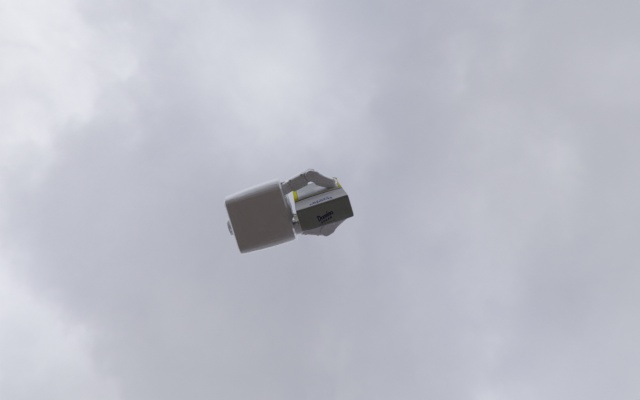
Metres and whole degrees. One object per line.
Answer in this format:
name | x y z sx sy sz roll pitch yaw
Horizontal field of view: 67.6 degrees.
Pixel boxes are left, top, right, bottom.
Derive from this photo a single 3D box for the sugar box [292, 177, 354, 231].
sugar box | 0.000 0.003 0.869 0.093 0.048 0.176 -17 16 0
